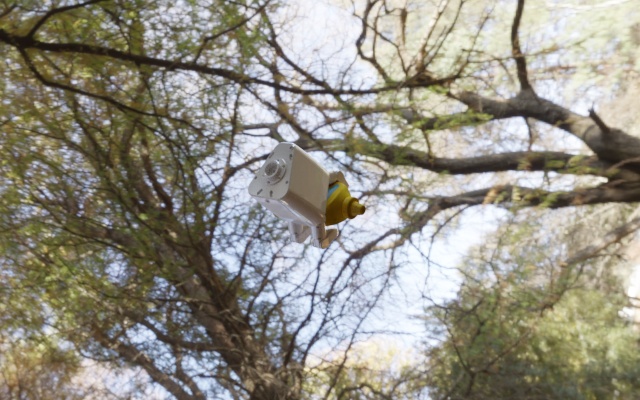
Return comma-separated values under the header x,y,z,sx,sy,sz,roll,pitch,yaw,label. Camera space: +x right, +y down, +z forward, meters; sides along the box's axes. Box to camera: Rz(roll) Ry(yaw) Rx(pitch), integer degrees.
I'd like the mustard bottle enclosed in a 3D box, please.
x,y,z,sx,sy,sz,roll,pitch,yaw,label
0.000,0.003,0.892,0.191,0.058,0.096,10,47,38,mustard bottle
